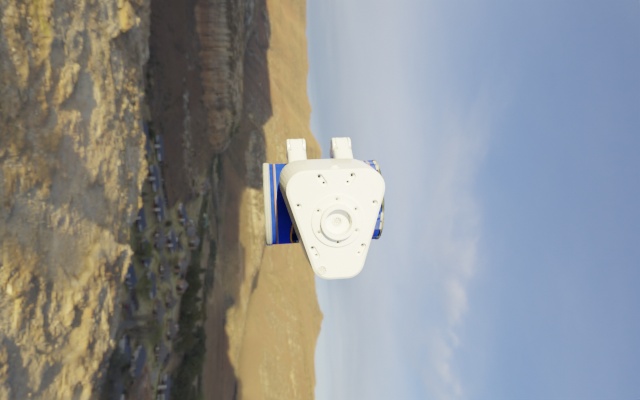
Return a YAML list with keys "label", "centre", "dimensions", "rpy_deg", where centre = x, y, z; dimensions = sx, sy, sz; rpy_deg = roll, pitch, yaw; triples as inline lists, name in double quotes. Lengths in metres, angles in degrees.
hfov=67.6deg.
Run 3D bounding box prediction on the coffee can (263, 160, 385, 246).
- label: "coffee can"
  centre: [0.000, 0.002, 0.600]
  dimensions: [0.140, 0.103, 0.103]
  rpy_deg: [-3, 0, -6]
